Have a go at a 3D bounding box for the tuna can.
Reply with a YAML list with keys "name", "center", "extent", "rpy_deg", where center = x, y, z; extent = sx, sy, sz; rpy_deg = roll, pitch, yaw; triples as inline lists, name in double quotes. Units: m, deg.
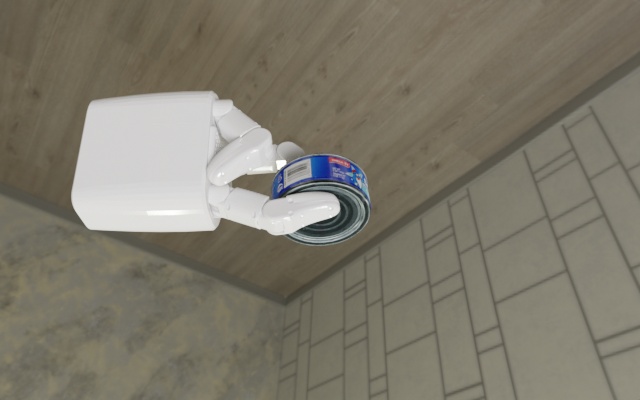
- name: "tuna can"
  center: [0.000, 0.002, 0.412]
  extent: [0.086, 0.033, 0.086]
  rpy_deg: [-2, -42, -2]
